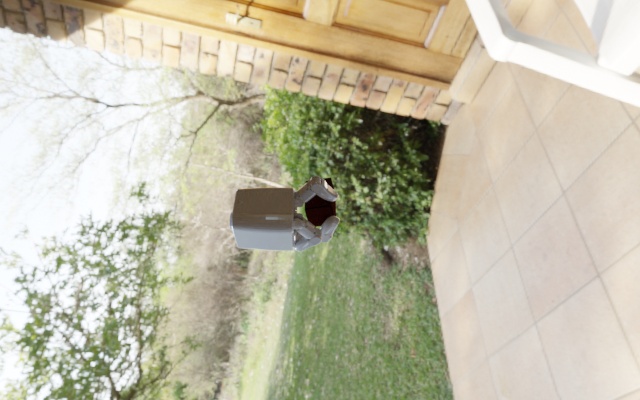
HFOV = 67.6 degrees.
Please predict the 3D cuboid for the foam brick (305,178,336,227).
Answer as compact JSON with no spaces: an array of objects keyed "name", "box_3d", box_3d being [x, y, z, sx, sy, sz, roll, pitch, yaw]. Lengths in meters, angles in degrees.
[{"name":"foam brick","box_3d":[0.000,0.003,0.897,0.051,0.053,0.078,-8,43,8]}]
